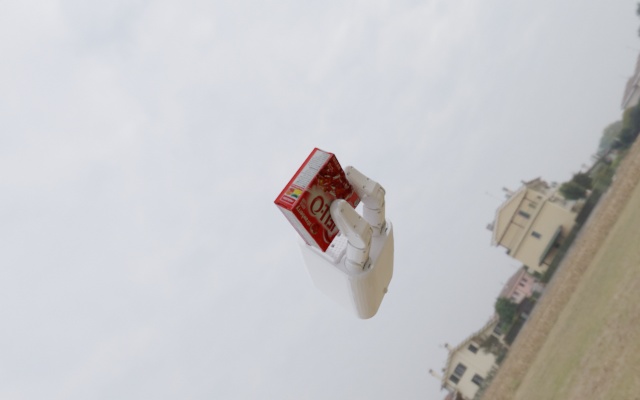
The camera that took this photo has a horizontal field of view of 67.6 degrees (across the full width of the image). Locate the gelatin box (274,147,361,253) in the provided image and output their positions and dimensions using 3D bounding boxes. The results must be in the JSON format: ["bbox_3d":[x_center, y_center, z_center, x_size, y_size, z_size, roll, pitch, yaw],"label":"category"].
[{"bbox_3d":[0.000,0.001,0.494,0.030,0.073,0.089,23,-21,37],"label":"gelatin box"}]
